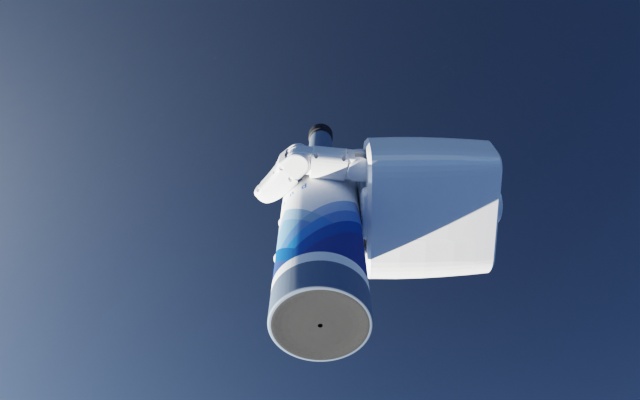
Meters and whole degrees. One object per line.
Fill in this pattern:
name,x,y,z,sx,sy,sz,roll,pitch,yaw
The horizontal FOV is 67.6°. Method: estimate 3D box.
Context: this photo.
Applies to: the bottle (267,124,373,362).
bottle,0.000,0.002,0.422,0.069,0.069,0.295,0,32,0
